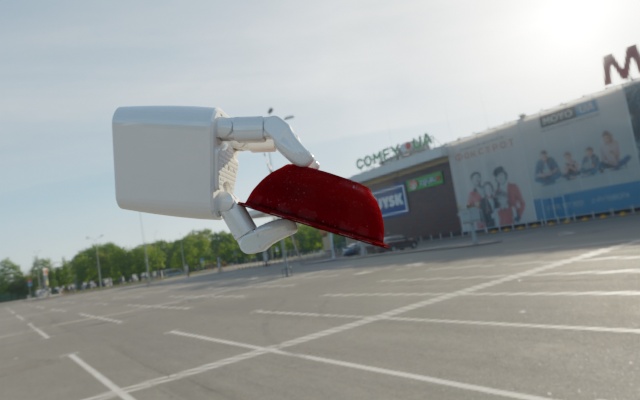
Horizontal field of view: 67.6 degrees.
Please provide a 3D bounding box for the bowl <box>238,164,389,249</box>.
[{"bbox_3d":[0.001,0.002,0.495,0.162,0.055,0.162,17,-3,1],"label":"bowl"}]
